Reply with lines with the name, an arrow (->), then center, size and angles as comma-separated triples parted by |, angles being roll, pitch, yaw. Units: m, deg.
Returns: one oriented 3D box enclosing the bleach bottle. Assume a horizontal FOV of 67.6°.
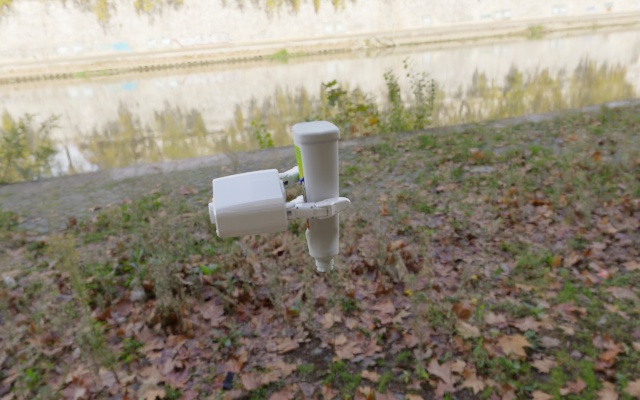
bleach bottle -> 0.000, 0.002, 0.782 | 0.068, 0.251, 0.102 | -8, 19, -9
